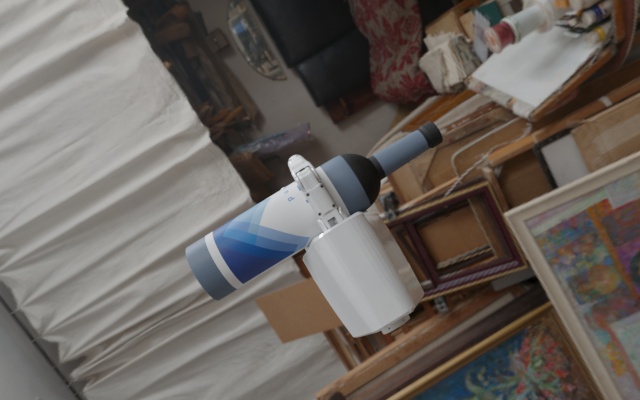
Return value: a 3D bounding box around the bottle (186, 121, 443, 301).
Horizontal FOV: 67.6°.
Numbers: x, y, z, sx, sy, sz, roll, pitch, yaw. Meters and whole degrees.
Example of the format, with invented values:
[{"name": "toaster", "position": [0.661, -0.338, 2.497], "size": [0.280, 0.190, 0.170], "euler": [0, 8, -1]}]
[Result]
[{"name": "bottle", "position": [0.000, 0.002, 0.514], "size": [0.295, 0.069, 0.069], "euler": [-31, 1, -2]}]
